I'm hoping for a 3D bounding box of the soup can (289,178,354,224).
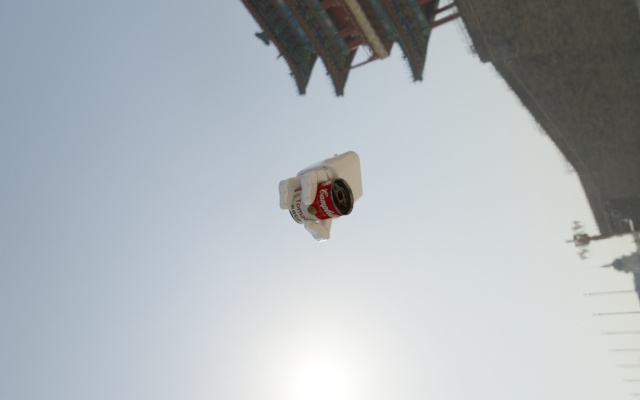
[{"bbox_3d":[0.000,0.003,0.869,0.102,0.068,0.068,-14,-8,36],"label":"soup can"}]
